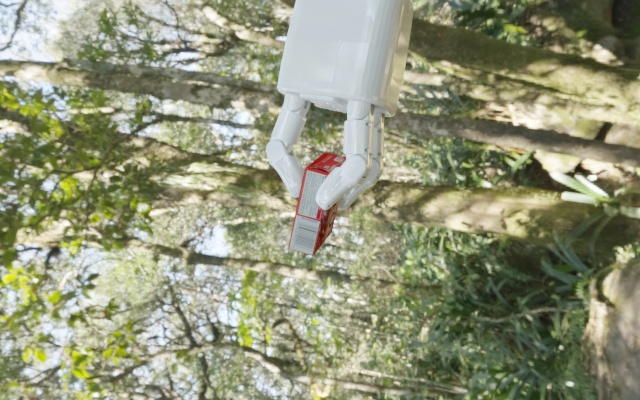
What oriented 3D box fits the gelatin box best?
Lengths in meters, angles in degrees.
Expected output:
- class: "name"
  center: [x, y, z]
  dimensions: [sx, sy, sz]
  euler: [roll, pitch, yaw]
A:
- class: "gelatin box"
  center: [0.000, 0.002, 0.485]
  dimensions: [0.030, 0.089, 0.073]
  euler: [17, 19, 11]
